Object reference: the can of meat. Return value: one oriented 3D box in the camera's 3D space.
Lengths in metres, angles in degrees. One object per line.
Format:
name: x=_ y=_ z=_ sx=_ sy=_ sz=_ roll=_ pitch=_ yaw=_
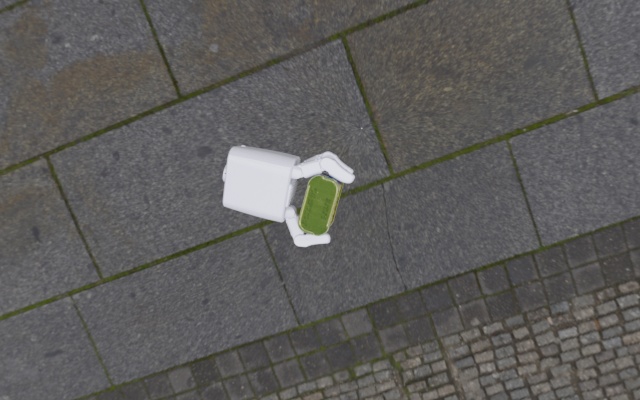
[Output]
can of meat: x=0.000 y=0.003 z=0.791 sx=0.057 sy=0.102 sz=0.084 roll=16 pitch=10 yaw=3
